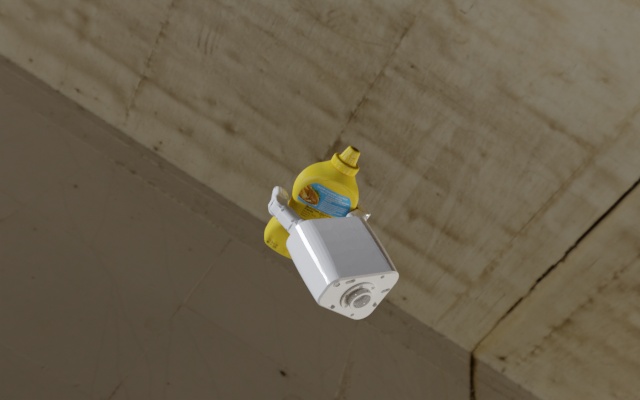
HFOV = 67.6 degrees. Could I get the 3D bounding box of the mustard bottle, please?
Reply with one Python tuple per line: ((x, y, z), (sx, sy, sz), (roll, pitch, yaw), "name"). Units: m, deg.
((0.000, 0.002, 0.702), (0.096, 0.192, 0.058), (25, 25, -17), "mustard bottle")
